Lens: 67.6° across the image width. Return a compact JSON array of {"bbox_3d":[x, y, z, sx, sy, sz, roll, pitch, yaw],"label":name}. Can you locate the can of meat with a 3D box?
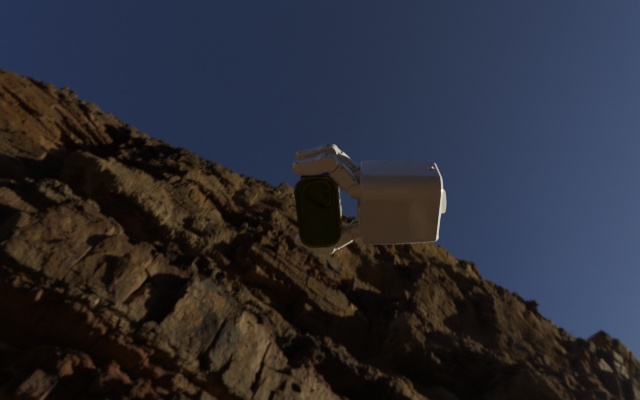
[{"bbox_3d":[0.000,0.002,0.673,0.057,0.102,0.084,-3,22,7],"label":"can of meat"}]
